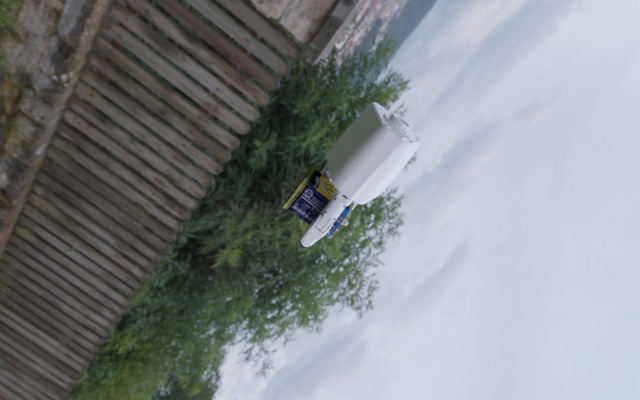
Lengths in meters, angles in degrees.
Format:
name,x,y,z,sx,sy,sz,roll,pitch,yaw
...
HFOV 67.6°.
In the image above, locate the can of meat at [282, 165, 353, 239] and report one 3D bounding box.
name,x,y,z,sx,sy,sz,roll,pitch,yaw
can of meat,0.000,0.003,0.707,0.084,0.057,0.102,37,20,-5
